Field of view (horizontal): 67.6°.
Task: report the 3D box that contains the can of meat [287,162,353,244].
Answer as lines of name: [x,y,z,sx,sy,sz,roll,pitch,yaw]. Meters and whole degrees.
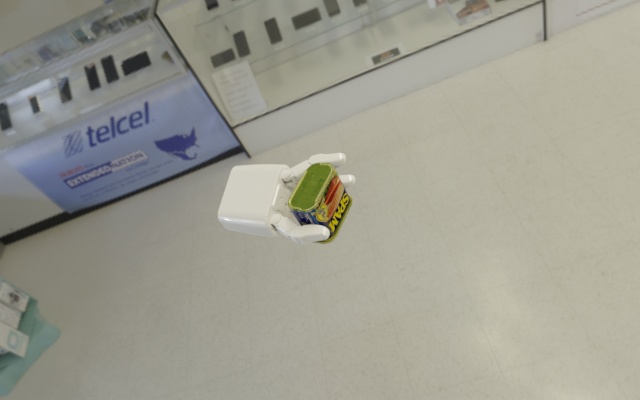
can of meat: [0.000,0.002,0.752,0.057,0.102,0.084,7,-35,32]
